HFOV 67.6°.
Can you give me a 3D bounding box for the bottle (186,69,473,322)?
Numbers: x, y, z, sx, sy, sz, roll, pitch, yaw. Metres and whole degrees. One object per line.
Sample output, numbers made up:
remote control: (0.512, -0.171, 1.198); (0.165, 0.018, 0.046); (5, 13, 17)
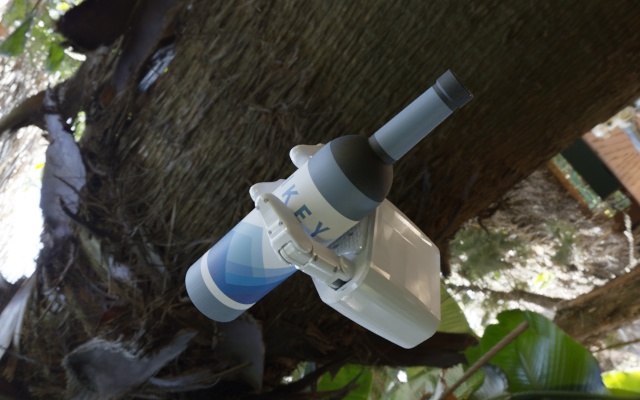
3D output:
bottle: (0.000, 0.001, 0.406); (0.296, 0.069, 0.069); (-40, -18, 23)
